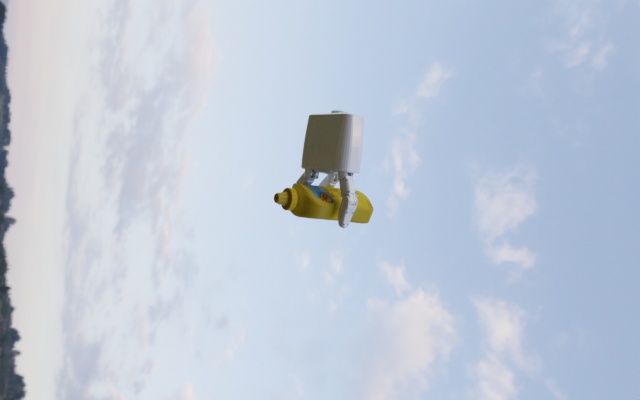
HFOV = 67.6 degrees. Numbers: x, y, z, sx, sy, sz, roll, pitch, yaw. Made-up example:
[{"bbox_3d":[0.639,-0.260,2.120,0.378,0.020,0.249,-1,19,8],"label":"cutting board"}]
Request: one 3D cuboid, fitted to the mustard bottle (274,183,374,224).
[{"bbox_3d":[0.000,0.003,0.892,0.191,0.058,0.096,6,24,-35],"label":"mustard bottle"}]
